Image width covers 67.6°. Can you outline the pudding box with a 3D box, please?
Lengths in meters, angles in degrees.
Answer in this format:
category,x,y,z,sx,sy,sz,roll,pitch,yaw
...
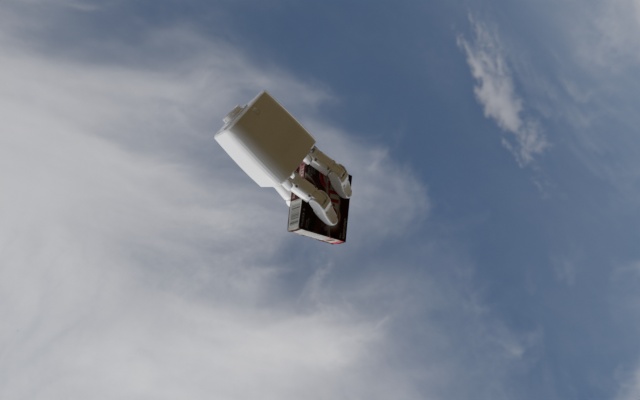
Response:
category,x,y,z,sx,sy,sz,roll,pitch,yaw
pudding box,0.000,0.002,0.727,0.090,0.113,0.039,19,-19,-33
